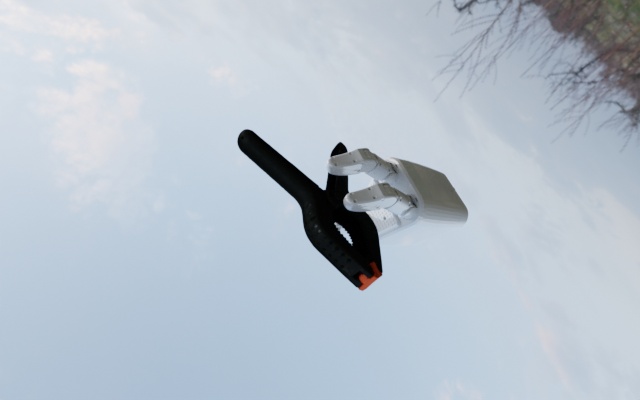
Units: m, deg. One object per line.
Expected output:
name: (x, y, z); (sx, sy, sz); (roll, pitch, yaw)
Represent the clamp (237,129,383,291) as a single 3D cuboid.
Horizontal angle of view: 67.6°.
clamp: (0.000, 0.003, 0.529); (0.164, 0.209, 0.036); (7, -42, -39)
